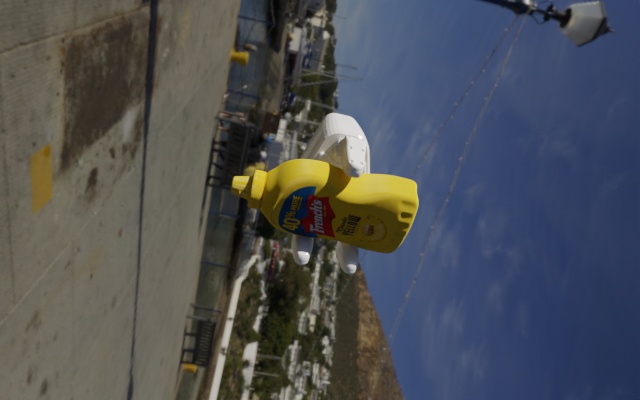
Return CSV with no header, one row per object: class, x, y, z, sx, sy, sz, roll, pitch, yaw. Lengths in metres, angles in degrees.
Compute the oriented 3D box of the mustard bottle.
mustard bottle,0.000,0.002,0.514,0.191,0.058,0.096,12,-42,-7
